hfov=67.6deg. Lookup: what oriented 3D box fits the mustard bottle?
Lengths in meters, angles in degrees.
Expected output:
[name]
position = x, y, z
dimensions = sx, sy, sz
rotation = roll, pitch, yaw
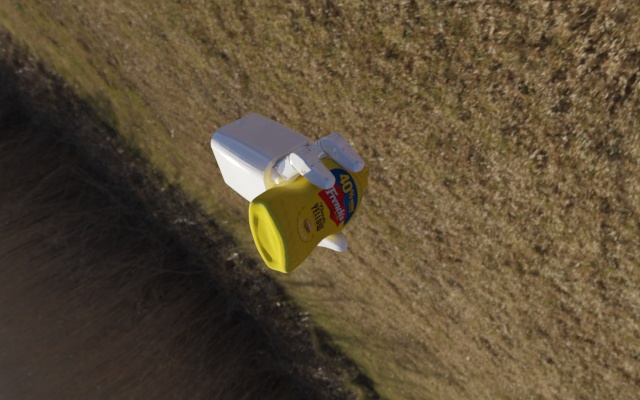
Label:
[mustard bottle]
position = 0.000, 0.002, 0.597
dimensions = 0.058, 0.096, 0.191
rotation = 8, 32, 41
